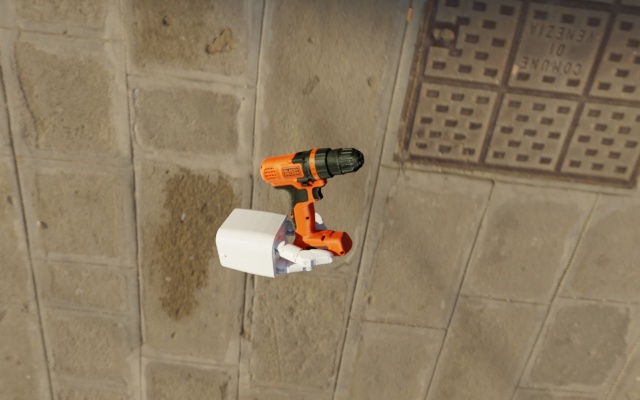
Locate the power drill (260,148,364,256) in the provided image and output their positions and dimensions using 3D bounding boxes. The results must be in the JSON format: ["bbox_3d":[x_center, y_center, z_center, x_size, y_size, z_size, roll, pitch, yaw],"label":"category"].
[{"bbox_3d":[0.000,0.003,0.817,0.184,0.188,0.057,-4,20,26],"label":"power drill"}]
